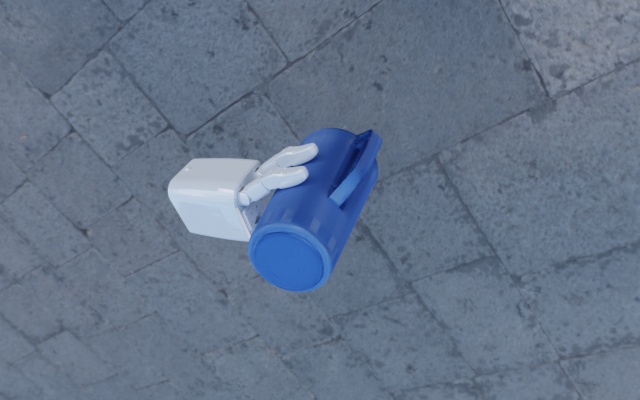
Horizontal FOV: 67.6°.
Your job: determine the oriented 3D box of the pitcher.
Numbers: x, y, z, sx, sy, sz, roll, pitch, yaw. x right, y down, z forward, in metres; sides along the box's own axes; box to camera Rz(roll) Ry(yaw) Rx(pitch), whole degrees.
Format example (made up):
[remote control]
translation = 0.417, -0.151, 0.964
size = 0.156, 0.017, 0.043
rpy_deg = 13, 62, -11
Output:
[pitcher]
translation = 0.000, 0.002, 0.656
size = 0.145, 0.149, 0.242
rpy_deg = 6, 35, 15
